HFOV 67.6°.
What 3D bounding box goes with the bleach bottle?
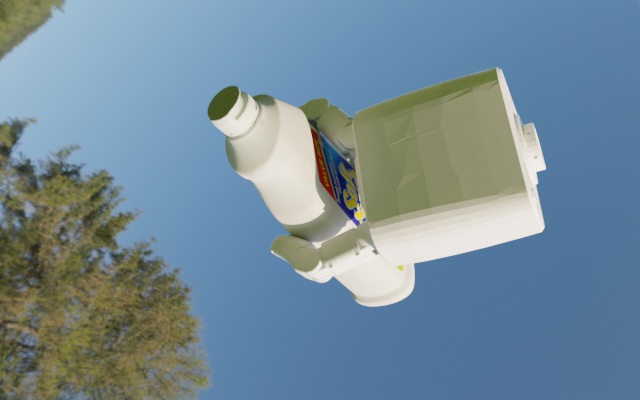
[{"bbox_3d":[0.000,0.001,0.400,0.068,0.102,0.251,-18,-37,26],"label":"bleach bottle"}]
